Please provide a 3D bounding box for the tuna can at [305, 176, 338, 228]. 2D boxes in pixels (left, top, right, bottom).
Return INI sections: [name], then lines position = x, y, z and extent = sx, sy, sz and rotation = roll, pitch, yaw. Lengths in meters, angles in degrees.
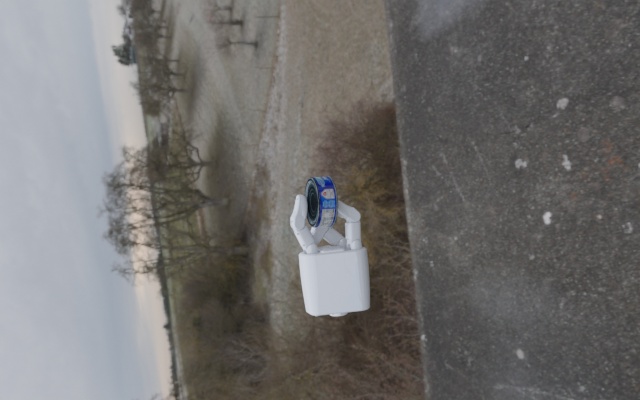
[tuna can]
position = 0.000, 0.003, 0.801
extent = 0.034, 0.086, 0.086
rotation = -3, 1, -17
